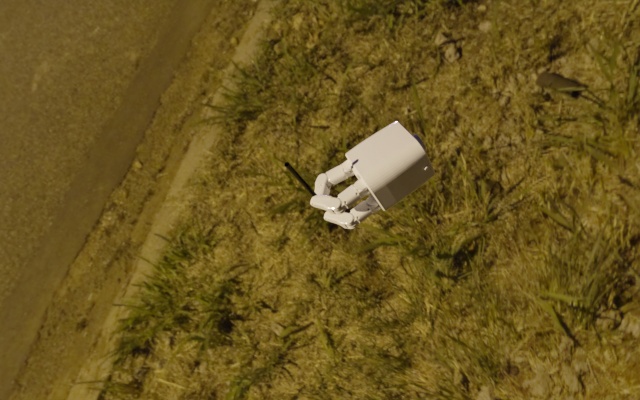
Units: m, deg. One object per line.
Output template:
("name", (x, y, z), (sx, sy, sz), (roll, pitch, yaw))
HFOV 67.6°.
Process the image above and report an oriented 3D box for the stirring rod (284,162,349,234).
("stirring rod", (0.000, 0.003, 0.798), (0.011, 0.011, 0.240), (0, -28, 28))
